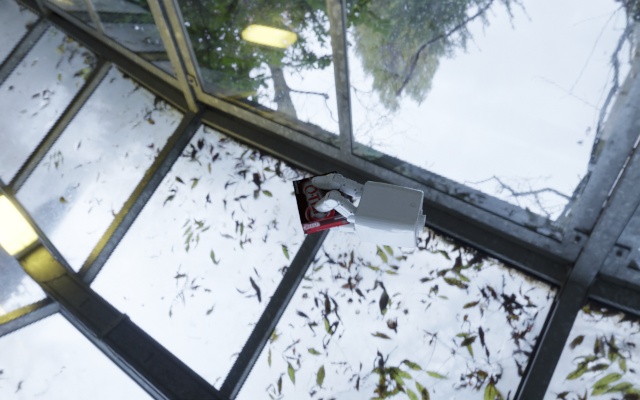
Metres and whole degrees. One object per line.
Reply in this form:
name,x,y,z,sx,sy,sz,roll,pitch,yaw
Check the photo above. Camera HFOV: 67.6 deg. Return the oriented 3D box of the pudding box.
pudding box,0.000,0.003,0.899,0.090,0.113,0.039,-13,-42,-2
